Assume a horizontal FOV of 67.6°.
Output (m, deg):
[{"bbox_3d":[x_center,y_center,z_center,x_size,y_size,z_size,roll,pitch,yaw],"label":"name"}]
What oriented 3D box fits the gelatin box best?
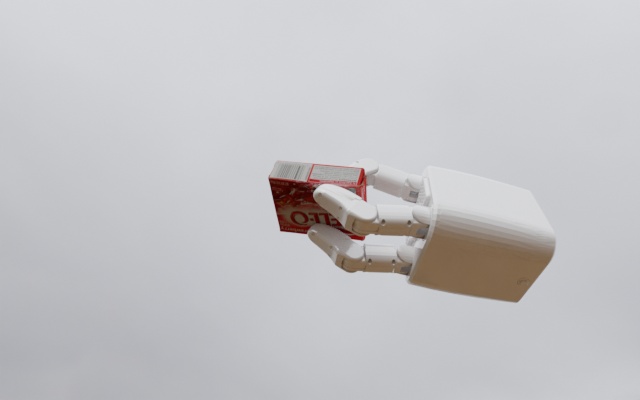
[{"bbox_3d":[0.000,0.001,0.458,0.089,0.073,0.030,6,45,14],"label":"gelatin box"}]
